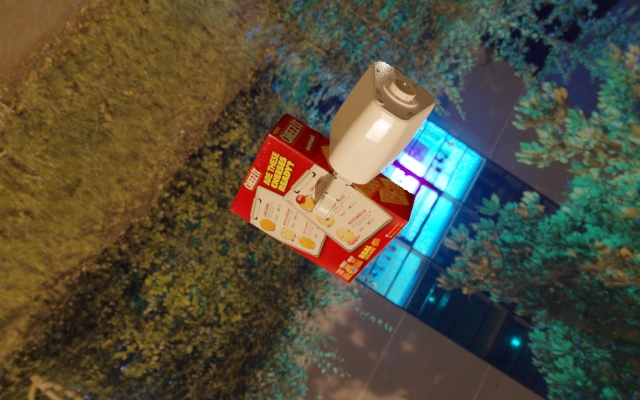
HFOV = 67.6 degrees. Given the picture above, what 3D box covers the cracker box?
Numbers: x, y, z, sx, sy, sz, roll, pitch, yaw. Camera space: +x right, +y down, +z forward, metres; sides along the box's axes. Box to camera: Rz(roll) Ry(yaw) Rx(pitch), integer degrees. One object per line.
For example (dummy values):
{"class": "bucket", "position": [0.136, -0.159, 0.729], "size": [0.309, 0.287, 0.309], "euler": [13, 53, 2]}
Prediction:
{"class": "cracker box", "position": [0.000, 0.002, 0.680], "size": [0.214, 0.164, 0.072], "euler": [33, 42, -4]}
